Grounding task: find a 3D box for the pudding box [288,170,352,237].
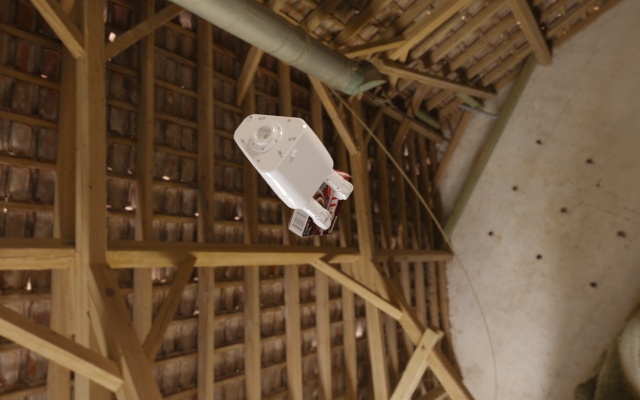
[{"bbox_3d":[0.000,0.003,0.803,0.039,0.113,0.090,30,16,32],"label":"pudding box"}]
